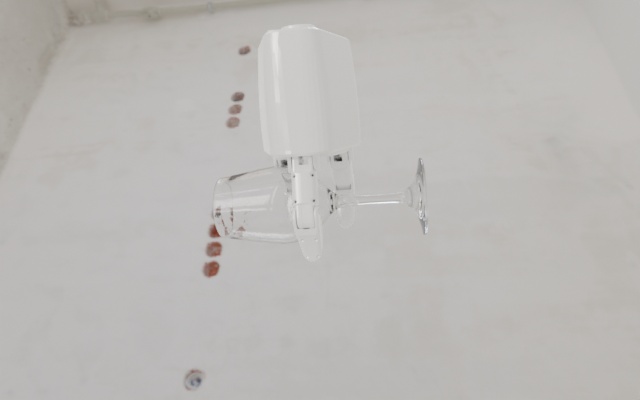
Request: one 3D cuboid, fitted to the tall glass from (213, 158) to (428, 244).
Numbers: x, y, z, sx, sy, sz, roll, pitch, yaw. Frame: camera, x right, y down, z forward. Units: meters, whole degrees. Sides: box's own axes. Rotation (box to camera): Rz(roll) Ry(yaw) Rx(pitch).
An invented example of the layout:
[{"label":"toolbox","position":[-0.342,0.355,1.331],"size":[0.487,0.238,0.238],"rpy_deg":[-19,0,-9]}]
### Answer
[{"label":"tall glass","position":[0.001,0.002,0.471],"size":[0.201,0.079,0.079],"rpy_deg":[-4,-1,7]}]
